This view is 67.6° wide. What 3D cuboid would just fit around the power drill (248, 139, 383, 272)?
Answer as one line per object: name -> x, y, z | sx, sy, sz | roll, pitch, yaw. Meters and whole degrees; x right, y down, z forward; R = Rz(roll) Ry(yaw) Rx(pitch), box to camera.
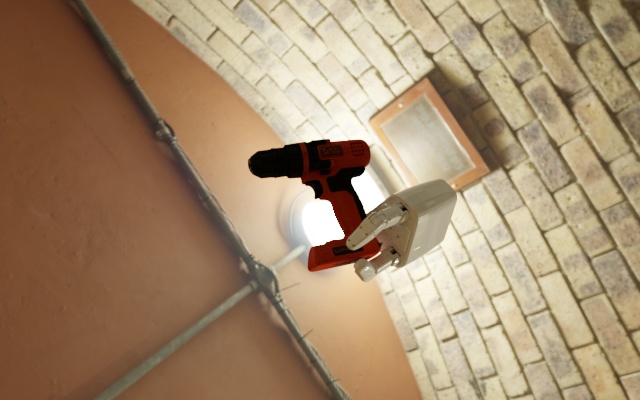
power drill -> 0.000, 0.003, 0.682 | 0.184, 0.187, 0.057 | -9, -14, -15
